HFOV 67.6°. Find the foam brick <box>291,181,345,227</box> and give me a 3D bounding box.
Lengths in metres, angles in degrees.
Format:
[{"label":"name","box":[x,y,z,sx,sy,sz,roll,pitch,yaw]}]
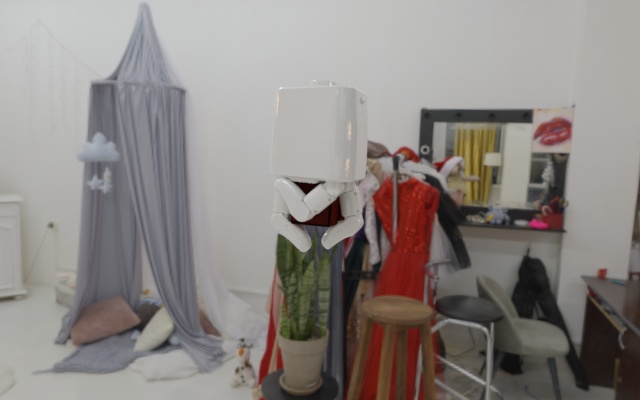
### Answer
[{"label":"foam brick","box":[0.000,0.002,0.606,0.053,0.051,0.078,5,6,16]}]
